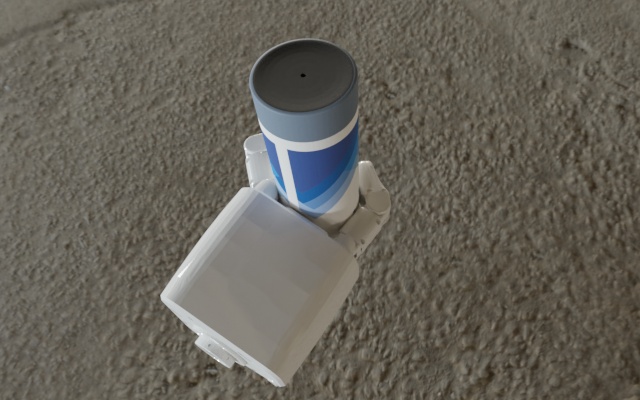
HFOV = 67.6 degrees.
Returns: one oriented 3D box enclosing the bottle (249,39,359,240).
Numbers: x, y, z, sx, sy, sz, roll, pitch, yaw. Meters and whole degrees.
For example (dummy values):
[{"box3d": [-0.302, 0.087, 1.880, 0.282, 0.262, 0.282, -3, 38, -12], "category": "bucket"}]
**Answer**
[{"box3d": [0.000, 0.001, 0.413, 0.069, 0.069, 0.296, 0, -32, 5], "category": "bottle"}]
